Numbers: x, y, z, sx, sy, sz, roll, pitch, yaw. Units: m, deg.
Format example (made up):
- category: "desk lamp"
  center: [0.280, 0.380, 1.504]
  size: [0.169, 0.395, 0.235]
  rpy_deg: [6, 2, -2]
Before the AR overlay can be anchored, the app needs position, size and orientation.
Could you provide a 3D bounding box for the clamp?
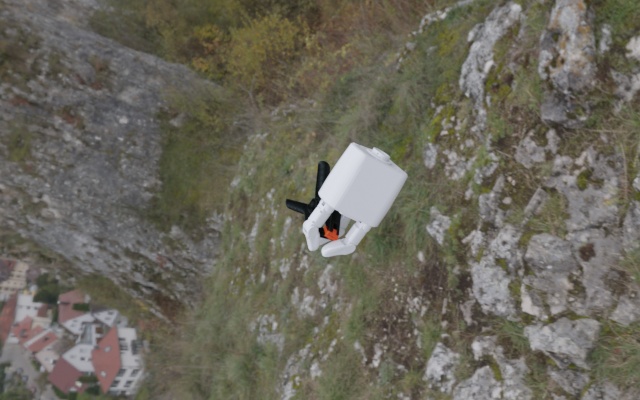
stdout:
- category: "clamp"
  center: [0.000, 0.003, 0.883]
  size: [0.039, 0.120, 0.171]
  rpy_deg: [20, 19, -38]
